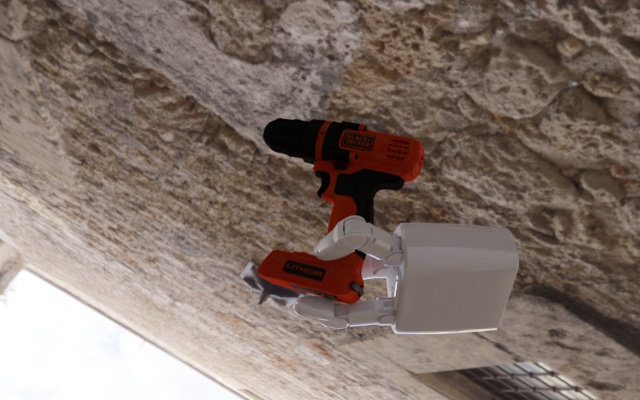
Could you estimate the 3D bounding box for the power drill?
[{"bbox_3d":[0.000,0.002,0.504,0.184,0.187,0.057,12,-16,20],"label":"power drill"}]
